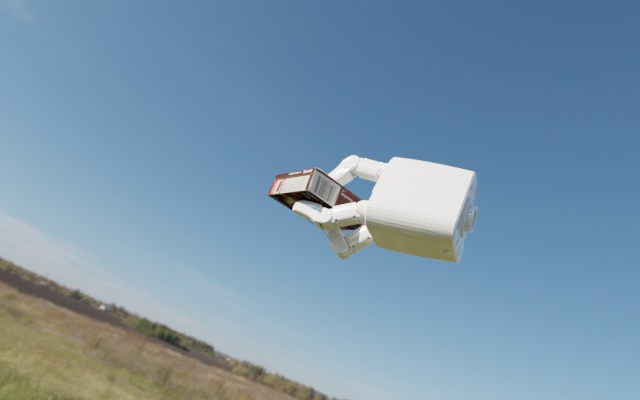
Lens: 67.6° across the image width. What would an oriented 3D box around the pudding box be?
[{"bbox_3d":[0.000,0.002,0.645,0.113,0.039,0.090,36,-26,-32],"label":"pudding box"}]
